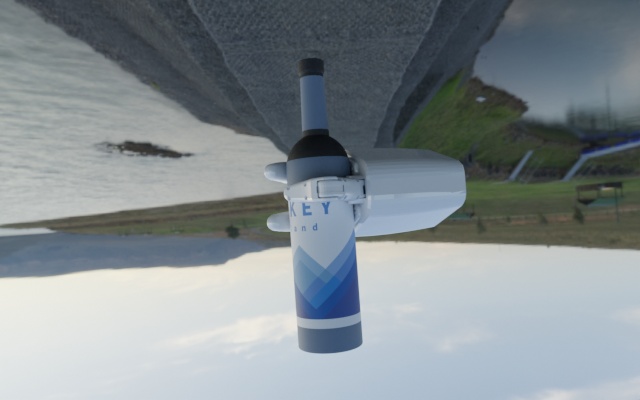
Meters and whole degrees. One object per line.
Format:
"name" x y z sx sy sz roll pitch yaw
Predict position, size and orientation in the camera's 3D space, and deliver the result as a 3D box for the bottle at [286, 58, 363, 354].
"bottle" 0.000 0.002 0.495 0.069 0.295 0.069 -4 -2 0
